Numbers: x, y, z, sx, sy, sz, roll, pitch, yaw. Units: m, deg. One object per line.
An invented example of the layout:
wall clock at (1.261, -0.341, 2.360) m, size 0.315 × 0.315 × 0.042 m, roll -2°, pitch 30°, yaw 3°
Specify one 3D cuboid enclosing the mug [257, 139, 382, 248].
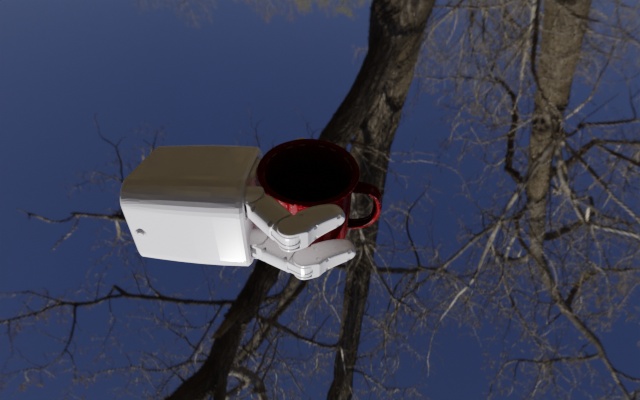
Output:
mug at (0.002, 0.002, 0.459) m, size 0.117 × 0.082 × 0.093 m, roll 4°, pitch 44°, yaw 2°
